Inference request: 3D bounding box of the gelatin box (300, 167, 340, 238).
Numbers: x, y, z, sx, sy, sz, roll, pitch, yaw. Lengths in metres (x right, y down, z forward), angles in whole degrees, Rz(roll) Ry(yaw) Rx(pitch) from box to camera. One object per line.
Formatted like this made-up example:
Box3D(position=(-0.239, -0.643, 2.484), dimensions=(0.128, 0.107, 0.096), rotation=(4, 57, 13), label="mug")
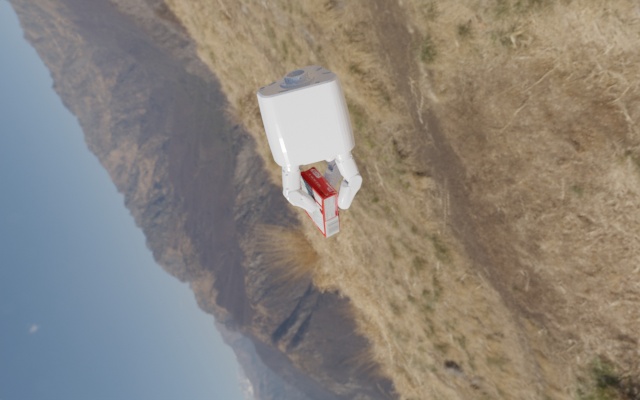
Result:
Box3D(position=(0.000, 0.003, 0.753), dimensions=(0.030, 0.089, 0.073), rotation=(-23, 46, -19), label="gelatin box")
